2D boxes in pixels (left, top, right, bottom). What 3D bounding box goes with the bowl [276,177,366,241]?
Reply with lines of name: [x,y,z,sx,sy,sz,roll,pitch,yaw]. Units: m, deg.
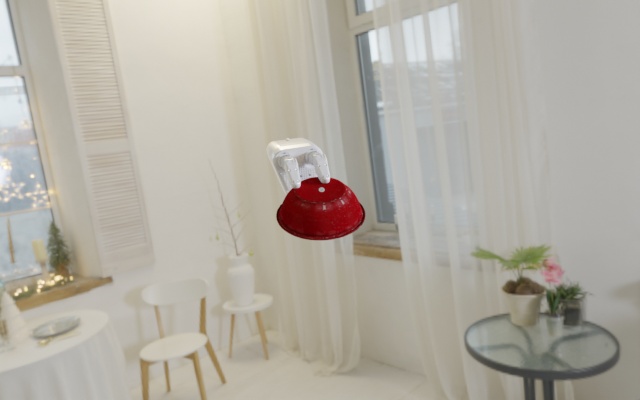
bowl: [0.001,0.003,0.849,0.162,0.055,0.162,-1,32,0]
